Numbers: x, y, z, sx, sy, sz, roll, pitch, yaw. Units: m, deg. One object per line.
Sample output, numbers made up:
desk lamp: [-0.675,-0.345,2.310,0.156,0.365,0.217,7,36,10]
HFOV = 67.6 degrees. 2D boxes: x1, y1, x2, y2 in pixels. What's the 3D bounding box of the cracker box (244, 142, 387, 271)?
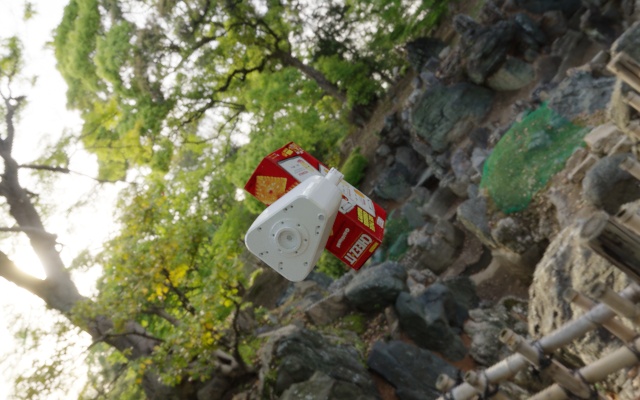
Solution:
cracker box: [0.000,0.002,0.777,0.213,0.072,0.164,37,18,-1]
